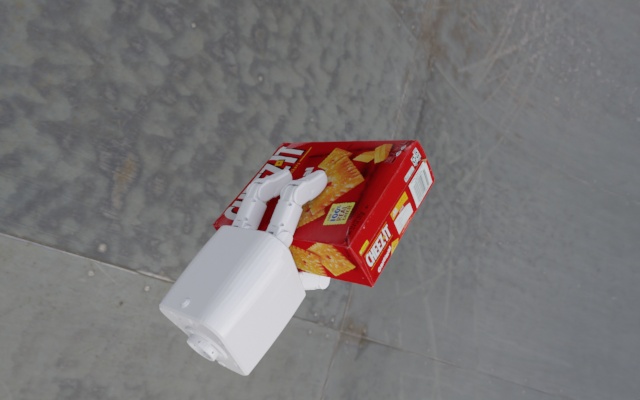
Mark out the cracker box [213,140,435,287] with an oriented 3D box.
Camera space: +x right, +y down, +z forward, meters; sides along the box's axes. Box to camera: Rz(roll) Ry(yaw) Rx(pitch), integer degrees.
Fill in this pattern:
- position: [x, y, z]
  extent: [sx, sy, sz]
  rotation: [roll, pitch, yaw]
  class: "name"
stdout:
- position: [0.000, 0.002, 0.561]
  extent: [0.213, 0.072, 0.164]
  rotation: [5, 47, 41]
  class: "cracker box"
